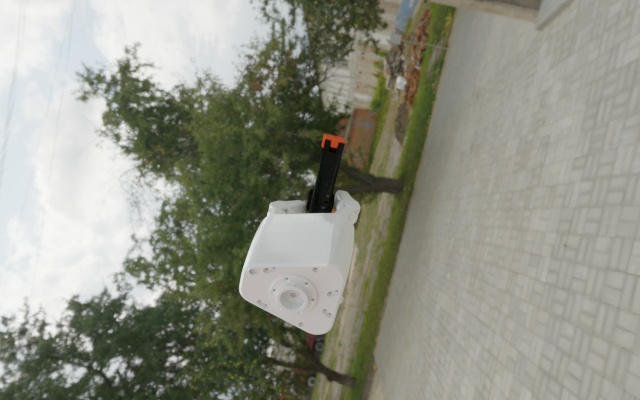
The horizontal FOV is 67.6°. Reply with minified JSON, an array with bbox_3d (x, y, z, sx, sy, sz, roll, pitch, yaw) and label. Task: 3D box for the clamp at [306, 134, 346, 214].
[{"bbox_3d":[-0.001,0.002,0.666,0.036,0.210,0.164,12,26,0],"label":"clamp"}]
